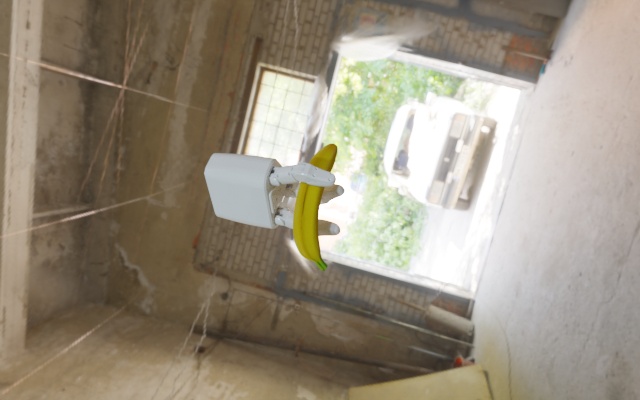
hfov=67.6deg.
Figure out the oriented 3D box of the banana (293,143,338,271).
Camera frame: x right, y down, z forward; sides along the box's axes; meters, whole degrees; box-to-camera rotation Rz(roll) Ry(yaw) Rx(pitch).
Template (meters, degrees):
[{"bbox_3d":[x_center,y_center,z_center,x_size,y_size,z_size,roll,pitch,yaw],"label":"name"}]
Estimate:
[{"bbox_3d":[-0.009,0.002,0.713,0.037,0.197,0.070,2,-11,30],"label":"banana"}]
